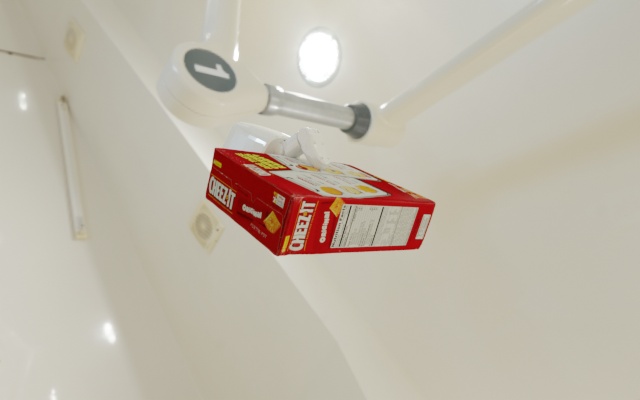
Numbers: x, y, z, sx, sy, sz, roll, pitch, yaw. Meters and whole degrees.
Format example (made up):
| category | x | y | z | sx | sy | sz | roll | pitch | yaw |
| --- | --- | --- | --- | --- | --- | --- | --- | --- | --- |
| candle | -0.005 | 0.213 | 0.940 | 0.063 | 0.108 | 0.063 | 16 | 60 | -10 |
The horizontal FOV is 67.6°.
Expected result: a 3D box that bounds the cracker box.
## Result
| category | x | y | z | sx | sy | sz | roll | pitch | yaw |
| --- | --- | --- | --- | --- | --- | --- | --- | --- | --- |
| cracker box | 0.000 | 0.002 | 0.558 | 0.214 | 0.072 | 0.164 | 2 | 18 | -40 |
